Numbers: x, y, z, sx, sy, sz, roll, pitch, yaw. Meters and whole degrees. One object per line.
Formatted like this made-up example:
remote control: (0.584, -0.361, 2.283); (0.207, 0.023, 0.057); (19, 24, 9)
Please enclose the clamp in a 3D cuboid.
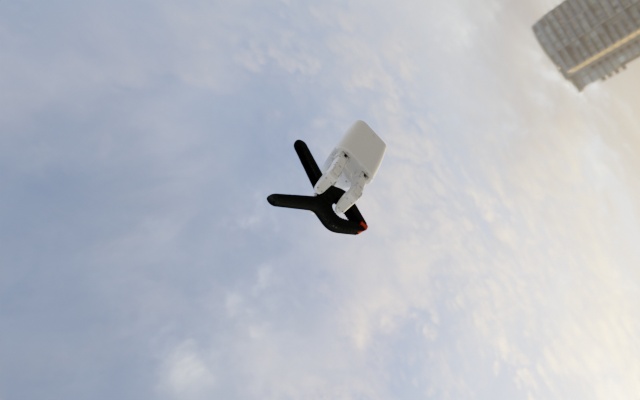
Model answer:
clamp: (0.000, 0.003, 0.882); (0.036, 0.210, 0.164); (-33, 19, 44)
